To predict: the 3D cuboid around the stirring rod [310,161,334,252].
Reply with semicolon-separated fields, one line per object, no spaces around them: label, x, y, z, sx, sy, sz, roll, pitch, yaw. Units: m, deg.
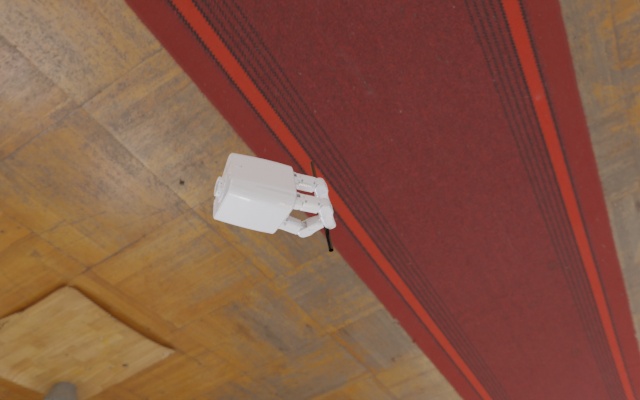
stirring rod;0.000;0.003;0.857;0.011;0.011;0.239;0;40;-11
